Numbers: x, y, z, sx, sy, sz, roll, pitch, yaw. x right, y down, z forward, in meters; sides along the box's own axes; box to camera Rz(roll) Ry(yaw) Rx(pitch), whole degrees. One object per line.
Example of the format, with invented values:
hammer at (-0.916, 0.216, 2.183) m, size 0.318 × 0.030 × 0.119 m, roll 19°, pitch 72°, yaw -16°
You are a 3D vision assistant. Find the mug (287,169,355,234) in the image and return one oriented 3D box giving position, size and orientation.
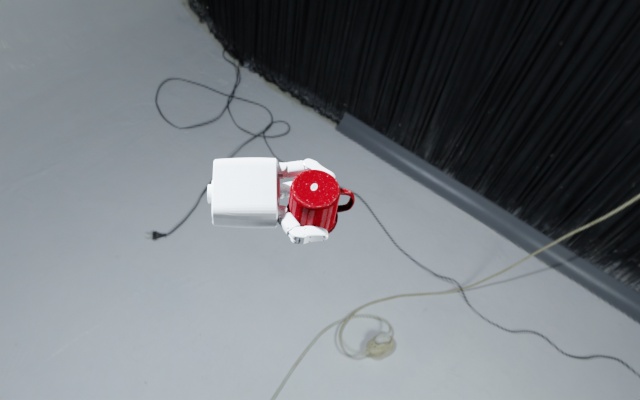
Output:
mug at (0.002, 0.003, 0.796) m, size 0.117 × 0.093 × 0.082 m, roll -2°, pitch -36°, yaw -9°
